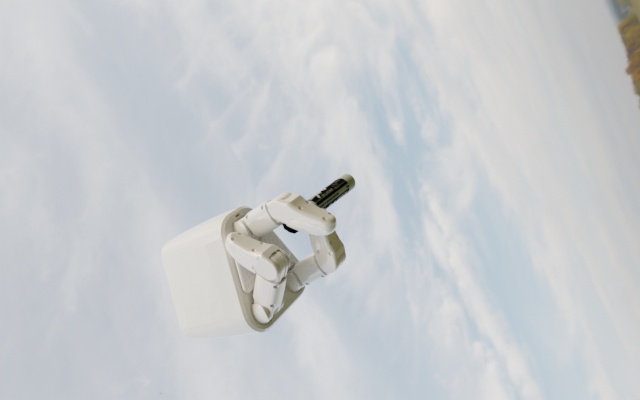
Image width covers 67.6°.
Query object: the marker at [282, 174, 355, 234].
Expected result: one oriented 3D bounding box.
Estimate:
[{"bbox_3d":[0.000,0.002,0.467,0.020,0.020,0.121,0,21,32],"label":"marker"}]
